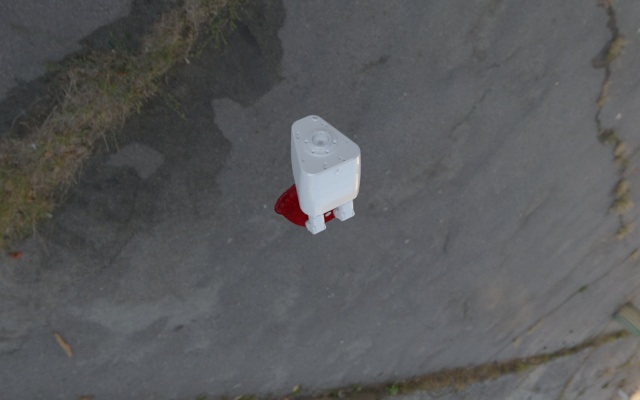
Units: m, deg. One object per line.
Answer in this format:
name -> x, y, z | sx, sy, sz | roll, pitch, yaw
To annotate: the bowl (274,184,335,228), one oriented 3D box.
bowl -> 0.001, 0.004, 0.862 | 0.162, 0.055, 0.162 | -26, -17, -9
